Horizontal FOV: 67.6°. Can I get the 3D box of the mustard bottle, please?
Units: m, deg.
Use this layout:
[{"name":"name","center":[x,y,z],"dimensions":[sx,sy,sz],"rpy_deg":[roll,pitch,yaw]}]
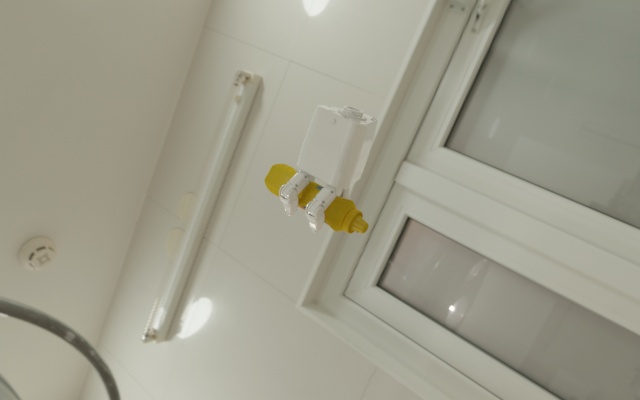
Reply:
[{"name":"mustard bottle","center":[0.000,0.003,0.810],"dimensions":[0.191,0.058,0.096],"rpy_deg":[30,-1,28]}]
